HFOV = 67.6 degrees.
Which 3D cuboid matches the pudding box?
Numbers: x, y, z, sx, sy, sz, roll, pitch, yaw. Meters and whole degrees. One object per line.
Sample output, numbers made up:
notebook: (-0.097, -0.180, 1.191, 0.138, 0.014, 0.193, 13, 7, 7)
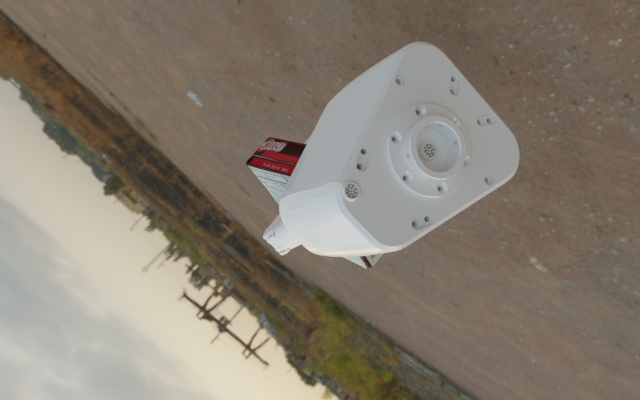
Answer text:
pudding box: (0.000, 0.001, 0.403, 0.090, 0.039, 0.114, 19, -29, 48)
